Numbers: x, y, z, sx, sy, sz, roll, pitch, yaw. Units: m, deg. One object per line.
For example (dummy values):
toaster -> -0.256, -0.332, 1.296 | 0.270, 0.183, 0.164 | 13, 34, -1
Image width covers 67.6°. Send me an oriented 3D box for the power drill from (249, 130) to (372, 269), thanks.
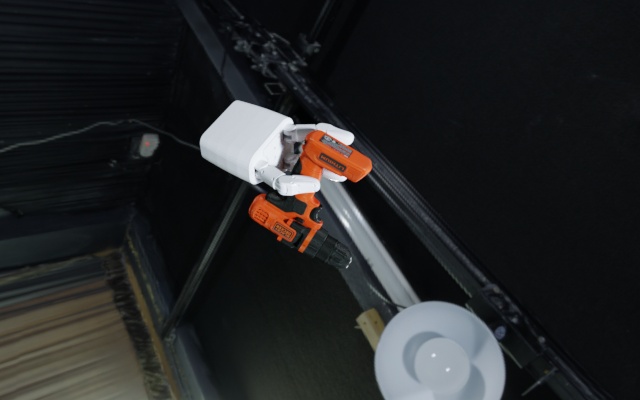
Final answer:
power drill -> 0.000, 0.002, 0.733 | 0.184, 0.188, 0.057 | 31, 27, -2
